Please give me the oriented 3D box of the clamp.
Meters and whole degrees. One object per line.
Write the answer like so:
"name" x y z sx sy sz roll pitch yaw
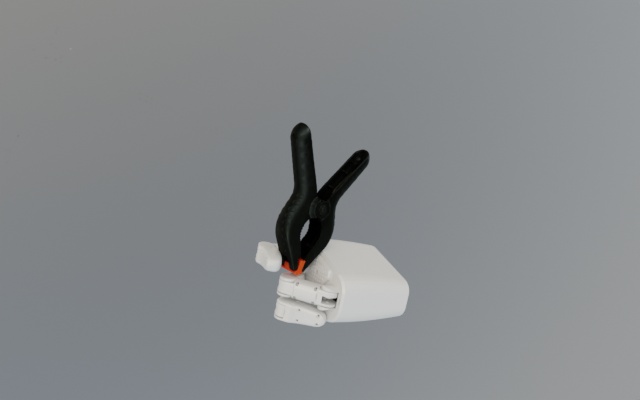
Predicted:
"clamp" 0.000 0.002 0.560 0.120 0.171 0.039 6 13 -37
